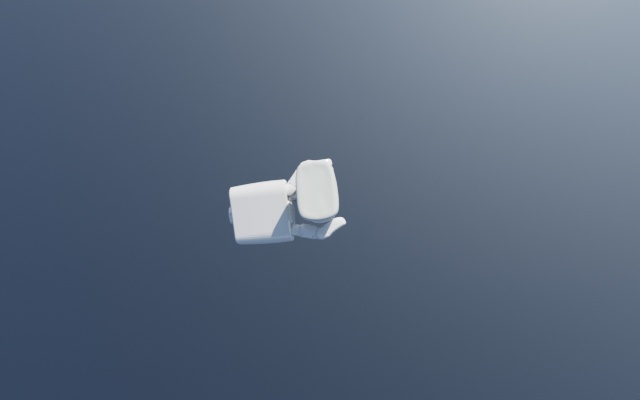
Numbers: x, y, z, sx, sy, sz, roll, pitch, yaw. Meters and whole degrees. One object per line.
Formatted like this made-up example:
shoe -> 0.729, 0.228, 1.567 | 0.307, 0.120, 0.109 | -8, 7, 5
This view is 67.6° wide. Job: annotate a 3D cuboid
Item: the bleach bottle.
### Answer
bleach bottle -> 0.000, 0.003, 0.890 | 0.068, 0.102, 0.251 | -6, -10, 2
